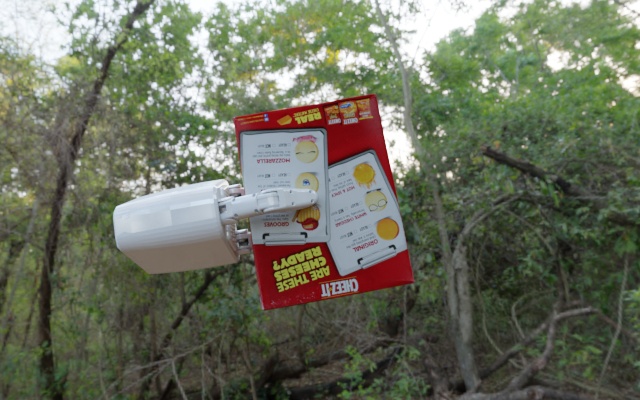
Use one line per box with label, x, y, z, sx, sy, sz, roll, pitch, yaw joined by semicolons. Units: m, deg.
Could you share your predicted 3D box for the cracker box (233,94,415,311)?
cracker box;0.000;0.002;0.540;0.164;0.213;0.072;-10;-9;-2
